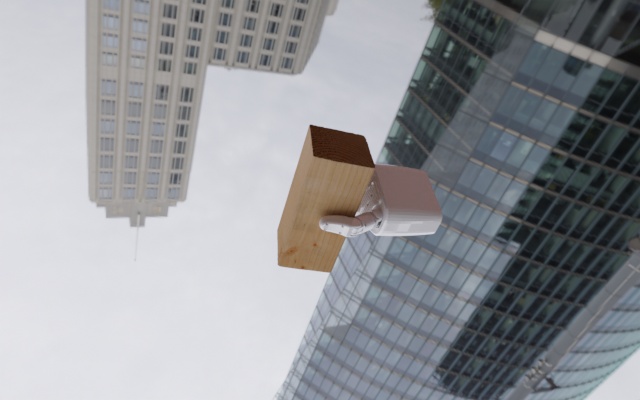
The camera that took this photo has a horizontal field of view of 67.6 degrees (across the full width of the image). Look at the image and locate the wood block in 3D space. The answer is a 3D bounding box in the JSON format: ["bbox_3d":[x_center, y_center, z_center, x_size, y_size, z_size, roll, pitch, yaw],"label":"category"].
[{"bbox_3d":[0.000,0.003,0.724,0.090,0.206,0.090,10,35,-14],"label":"wood block"}]
